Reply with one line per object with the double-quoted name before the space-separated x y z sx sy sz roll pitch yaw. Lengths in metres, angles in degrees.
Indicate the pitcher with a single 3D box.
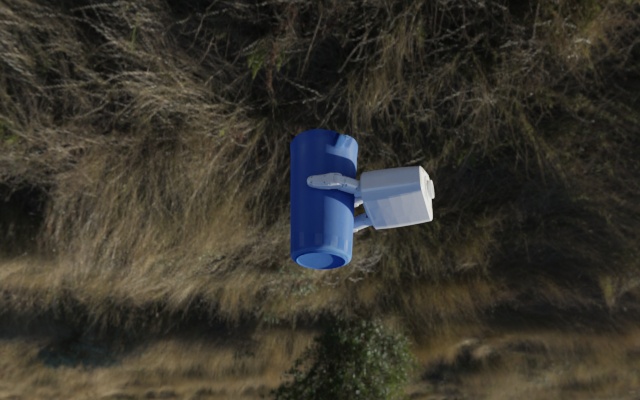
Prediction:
"pitcher" 0.000 0.003 0.896 0.145 0.242 0.149 -7 -28 18
